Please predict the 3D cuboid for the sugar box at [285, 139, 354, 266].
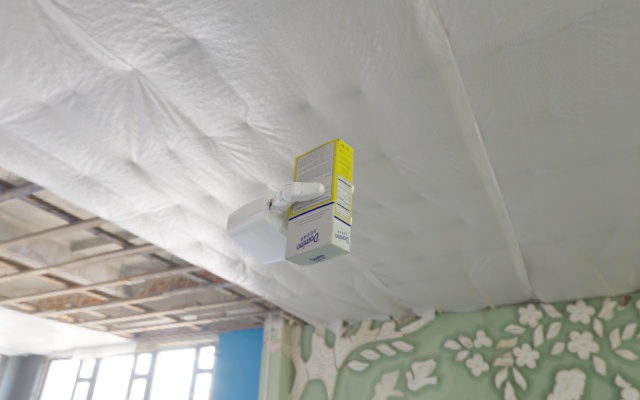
[{"bbox_3d":[0.000,0.002,0.702,0.093,0.176,0.048,-21,-36,38],"label":"sugar box"}]
